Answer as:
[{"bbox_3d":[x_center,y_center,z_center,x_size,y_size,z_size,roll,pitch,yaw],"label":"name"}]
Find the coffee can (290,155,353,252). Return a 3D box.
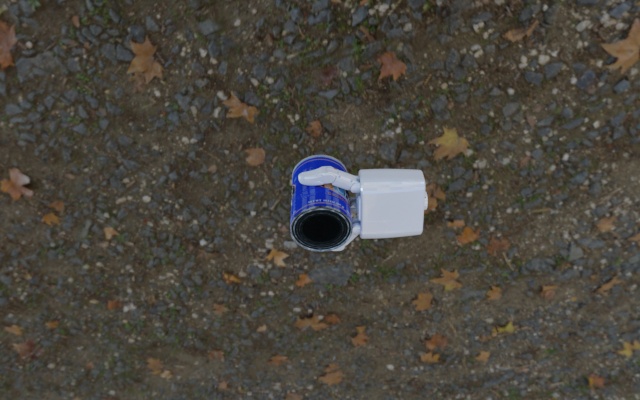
[{"bbox_3d":[0.000,0.003,0.826,0.103,0.103,0.140,0,41,-1],"label":"coffee can"}]
